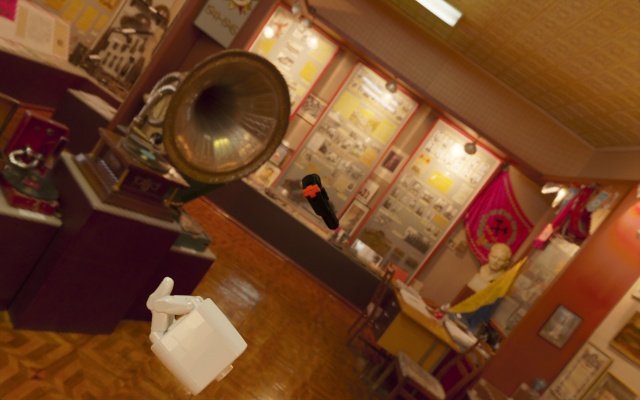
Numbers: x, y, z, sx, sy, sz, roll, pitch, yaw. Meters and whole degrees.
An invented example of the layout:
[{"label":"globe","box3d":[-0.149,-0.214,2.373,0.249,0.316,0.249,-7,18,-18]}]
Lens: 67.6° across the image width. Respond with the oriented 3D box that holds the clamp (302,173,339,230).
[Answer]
[{"label":"clamp","box3d":[0.001,0.003,0.888,0.039,0.120,0.171,-30,-2,7]}]
